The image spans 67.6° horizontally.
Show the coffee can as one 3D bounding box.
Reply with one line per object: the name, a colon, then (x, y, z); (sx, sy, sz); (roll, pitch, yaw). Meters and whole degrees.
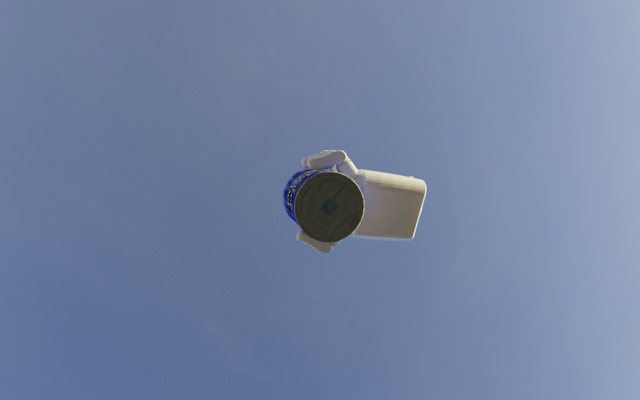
coffee can: (0.000, 0.003, 0.748); (0.103, 0.103, 0.140); (0, 6, -11)
